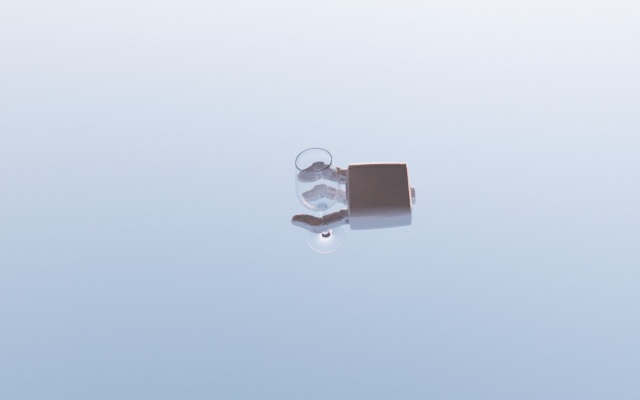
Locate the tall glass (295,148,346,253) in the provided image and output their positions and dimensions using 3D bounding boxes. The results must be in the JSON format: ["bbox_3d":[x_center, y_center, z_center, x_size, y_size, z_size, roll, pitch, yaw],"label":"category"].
[{"bbox_3d":[0.000,0.003,0.843,0.079,0.079,0.201,0,-43,9],"label":"tall glass"}]
